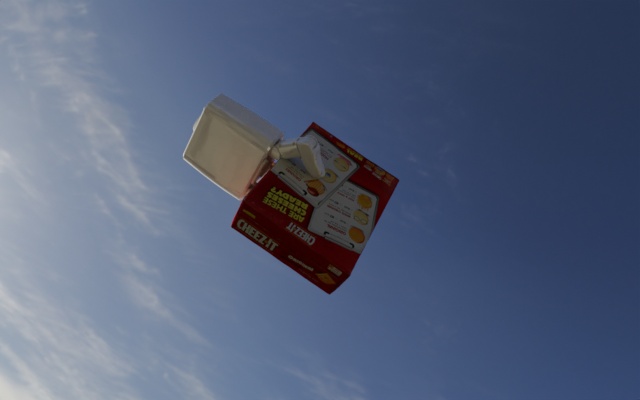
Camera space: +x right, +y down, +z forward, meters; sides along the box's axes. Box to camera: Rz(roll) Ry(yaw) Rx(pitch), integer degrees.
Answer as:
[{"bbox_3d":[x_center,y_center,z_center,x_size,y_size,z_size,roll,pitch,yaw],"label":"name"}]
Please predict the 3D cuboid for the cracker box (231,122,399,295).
[{"bbox_3d":[0.000,0.002,0.679,0.164,0.213,0.072,34,-45,0],"label":"cracker box"}]
